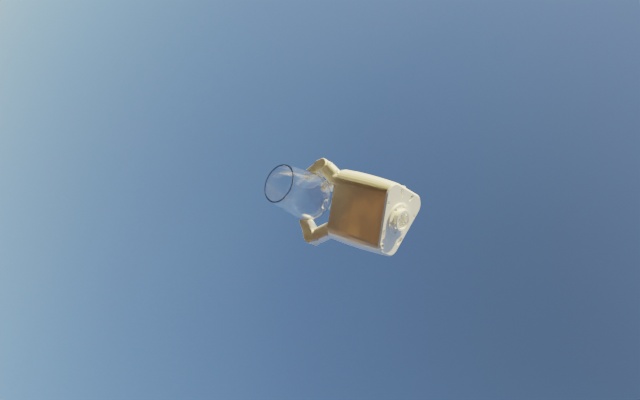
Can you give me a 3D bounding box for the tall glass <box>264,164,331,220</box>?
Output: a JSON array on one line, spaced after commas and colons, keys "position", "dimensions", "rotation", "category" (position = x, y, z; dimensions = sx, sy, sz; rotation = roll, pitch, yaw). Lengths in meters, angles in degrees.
[{"position": [0.000, 0.003, 0.794], "dimensions": [0.079, 0.079, 0.201], "rotation": [0, -17, 42], "category": "tall glass"}]
